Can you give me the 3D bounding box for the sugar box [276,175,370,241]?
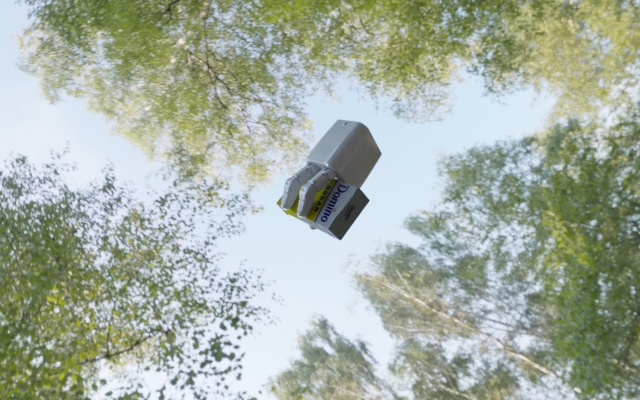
[{"bbox_3d":[0.000,0.002,0.882,0.048,0.093,0.176,45,-15,-34],"label":"sugar box"}]
